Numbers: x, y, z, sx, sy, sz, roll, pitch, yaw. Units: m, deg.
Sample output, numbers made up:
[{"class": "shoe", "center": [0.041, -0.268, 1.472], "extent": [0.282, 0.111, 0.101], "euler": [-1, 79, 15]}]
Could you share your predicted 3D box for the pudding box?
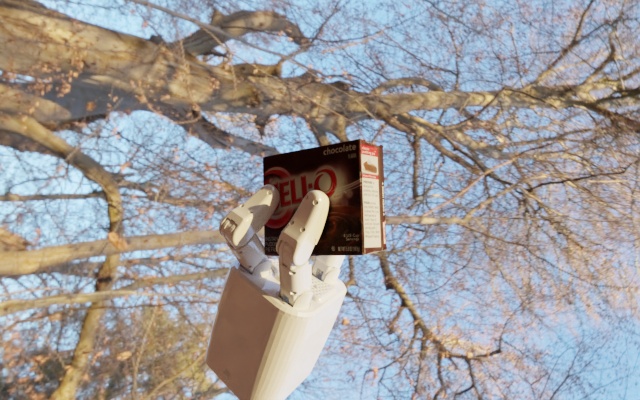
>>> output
[{"class": "pudding box", "center": [0.000, 0.001, 0.407], "extent": [0.113, 0.090, 0.039], "euler": [-5, -5, 38]}]
